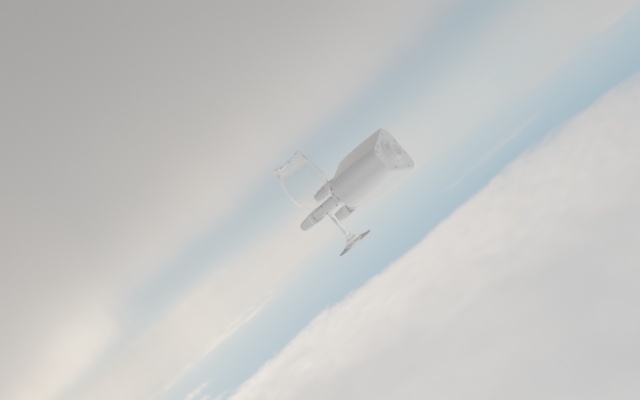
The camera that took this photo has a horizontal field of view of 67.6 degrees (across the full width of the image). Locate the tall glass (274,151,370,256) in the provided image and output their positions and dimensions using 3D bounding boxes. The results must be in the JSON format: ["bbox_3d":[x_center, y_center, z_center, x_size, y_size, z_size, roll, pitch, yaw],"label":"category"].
[{"bbox_3d":[0.000,0.004,0.886,0.079,0.201,0.079,-40,-2,-2],"label":"tall glass"}]
